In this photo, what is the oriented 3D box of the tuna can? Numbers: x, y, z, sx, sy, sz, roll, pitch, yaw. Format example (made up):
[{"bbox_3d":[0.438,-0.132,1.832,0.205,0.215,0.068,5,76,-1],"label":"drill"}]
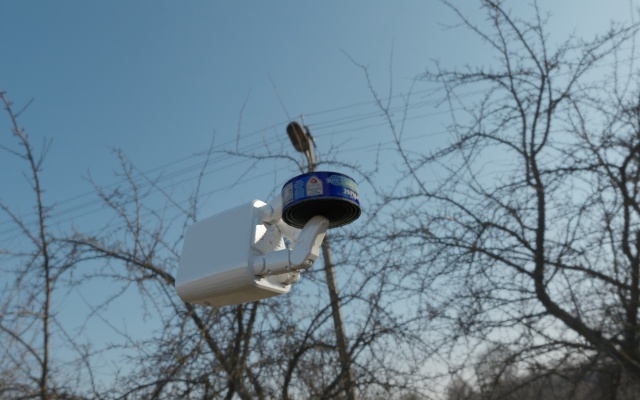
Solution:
[{"bbox_3d":[0.000,0.001,0.518,0.086,0.033,0.086,-3,-24,-2],"label":"tuna can"}]
